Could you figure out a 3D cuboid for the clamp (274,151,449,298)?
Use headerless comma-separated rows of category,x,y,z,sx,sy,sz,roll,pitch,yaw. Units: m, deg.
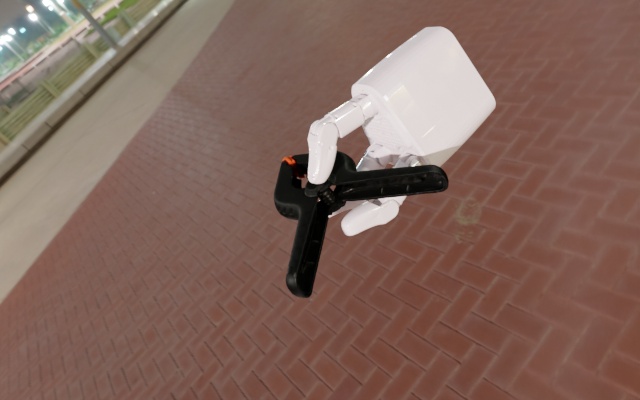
clamp,0.000,0.001,0.470,0.164,0.036,0.210,-40,32,-13
